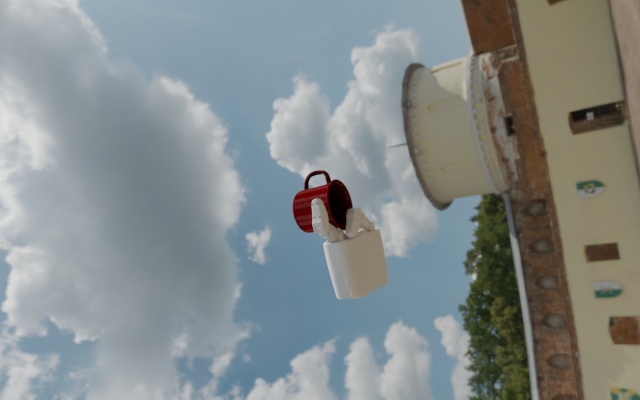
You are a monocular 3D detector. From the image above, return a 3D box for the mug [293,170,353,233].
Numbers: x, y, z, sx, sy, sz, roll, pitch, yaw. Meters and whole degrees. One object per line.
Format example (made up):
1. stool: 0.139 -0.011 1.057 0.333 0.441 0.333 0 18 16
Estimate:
1. mug: 0.000 0.001 0.876 0.081 0.117 0.093 -12 0 30
